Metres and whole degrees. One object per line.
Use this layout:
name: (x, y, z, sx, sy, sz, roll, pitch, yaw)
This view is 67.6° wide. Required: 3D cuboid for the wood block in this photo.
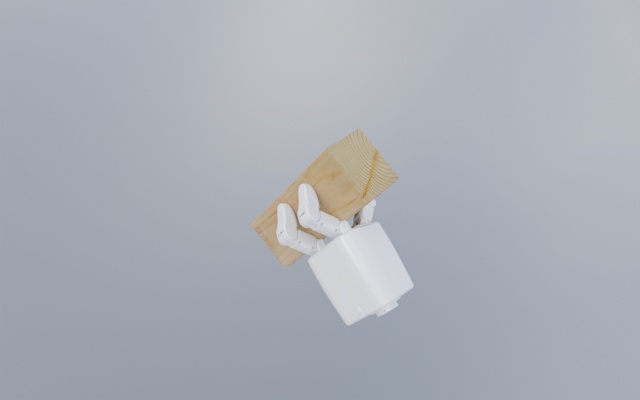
wood block: (0.001, 0.002, 0.692, 0.206, 0.090, 0.090, -41, -4, 42)
